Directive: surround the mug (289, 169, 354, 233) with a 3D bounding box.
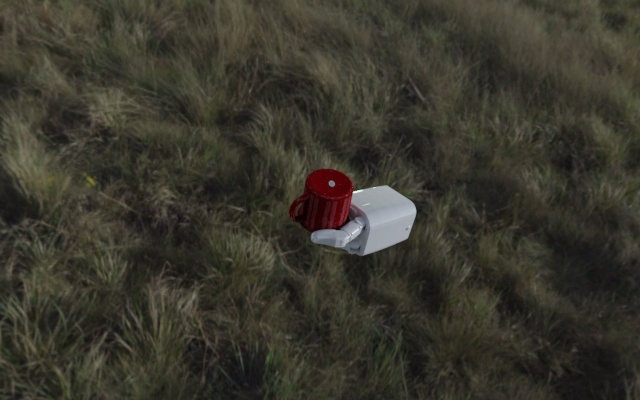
[{"bbox_3d":[-0.001,0.003,0.807,0.117,0.082,0.093,-15,47,-25],"label":"mug"}]
